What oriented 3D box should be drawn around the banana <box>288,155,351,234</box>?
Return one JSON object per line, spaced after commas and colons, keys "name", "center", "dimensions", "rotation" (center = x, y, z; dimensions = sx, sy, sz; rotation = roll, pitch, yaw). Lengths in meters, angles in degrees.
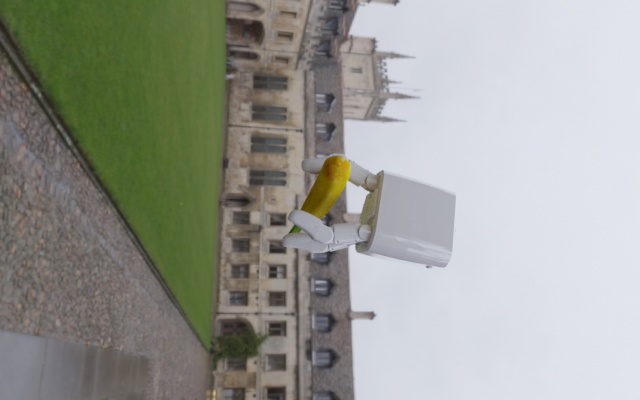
{"name": "banana", "center": [0.006, -0.011, 0.596], "dimensions": [0.037, 0.069, 0.198], "rotation": [27, -31, -1]}
